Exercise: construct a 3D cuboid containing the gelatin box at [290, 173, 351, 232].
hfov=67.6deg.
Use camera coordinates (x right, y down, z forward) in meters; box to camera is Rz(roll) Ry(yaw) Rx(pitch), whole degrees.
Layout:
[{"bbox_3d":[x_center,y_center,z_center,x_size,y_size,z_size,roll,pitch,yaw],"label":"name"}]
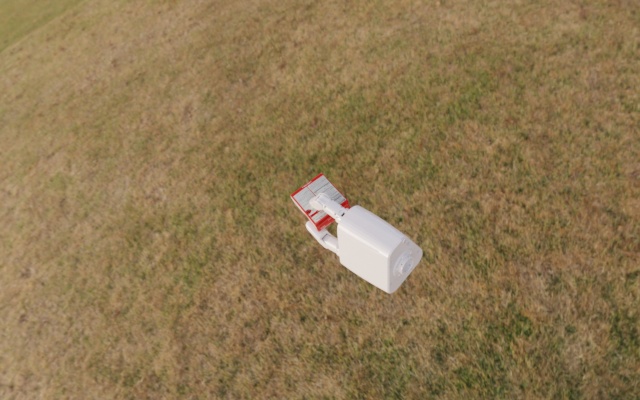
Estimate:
[{"bbox_3d":[0.000,0.002,0.860,0.073,0.089,0.030,-36,-36,-7],"label":"gelatin box"}]
